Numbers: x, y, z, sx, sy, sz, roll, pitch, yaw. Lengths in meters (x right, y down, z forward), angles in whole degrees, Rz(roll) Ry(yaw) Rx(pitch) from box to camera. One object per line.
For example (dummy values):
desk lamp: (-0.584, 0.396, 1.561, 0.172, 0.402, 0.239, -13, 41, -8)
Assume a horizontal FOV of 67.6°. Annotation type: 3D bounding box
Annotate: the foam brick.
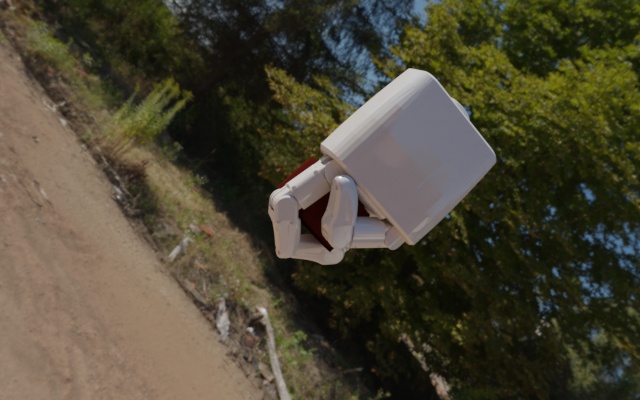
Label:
foam brick: (0.000, 0.001, 0.453, 0.053, 0.051, 0.078, 47, -1, -28)
